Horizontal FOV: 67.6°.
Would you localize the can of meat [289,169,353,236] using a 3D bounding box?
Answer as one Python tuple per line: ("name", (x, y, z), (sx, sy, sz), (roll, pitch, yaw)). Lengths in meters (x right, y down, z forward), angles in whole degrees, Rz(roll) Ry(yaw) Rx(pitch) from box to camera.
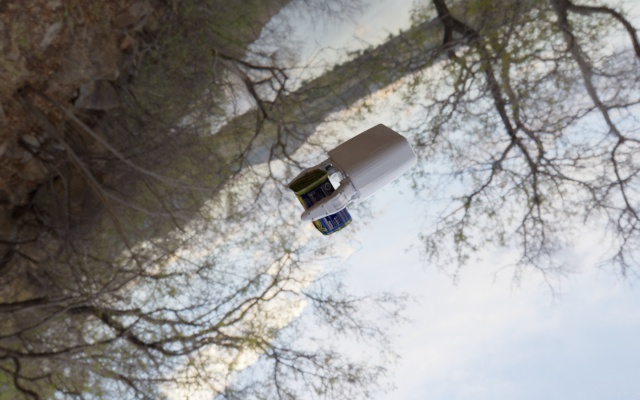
("can of meat", (0.000, 0.003, 0.744), (0.057, 0.084, 0.102), (-33, 13, -6))
